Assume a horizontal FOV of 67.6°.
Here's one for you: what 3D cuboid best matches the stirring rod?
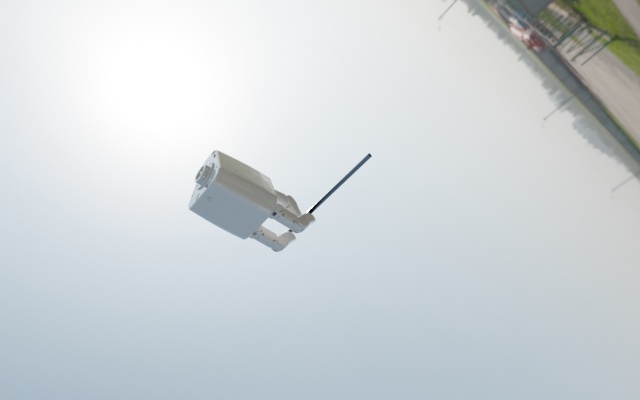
[{"bbox_3d":[0.000,0.002,0.797,0.240,0.011,0.011,-44,-24,28],"label":"stirring rod"}]
